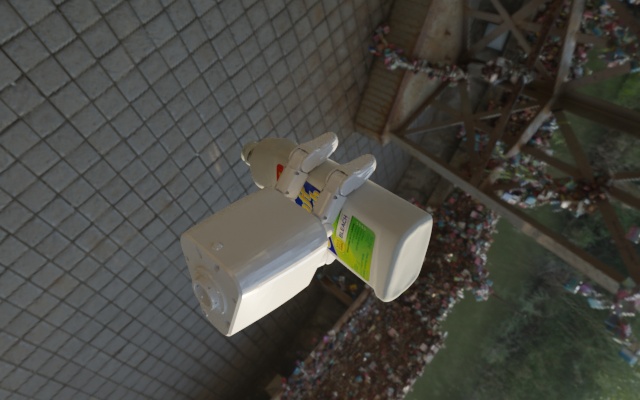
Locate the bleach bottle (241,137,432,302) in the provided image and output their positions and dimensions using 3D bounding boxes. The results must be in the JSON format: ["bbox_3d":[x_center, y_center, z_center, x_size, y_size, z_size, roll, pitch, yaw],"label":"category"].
[{"bbox_3d":[0.000,0.002,0.538,0.250,0.103,0.068,32,43,32],"label":"bleach bottle"}]
